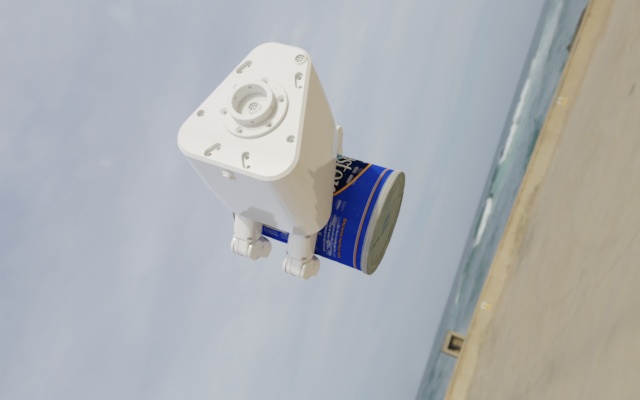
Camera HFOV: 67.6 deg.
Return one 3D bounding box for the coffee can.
[{"bbox_3d":[0.000,0.002,0.470,0.140,0.103,0.103,18,6,18],"label":"coffee can"}]
